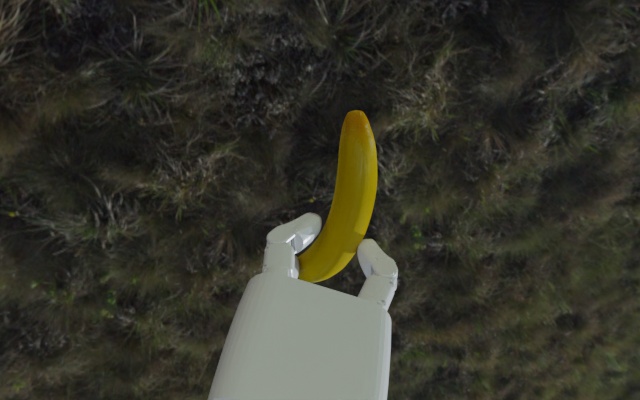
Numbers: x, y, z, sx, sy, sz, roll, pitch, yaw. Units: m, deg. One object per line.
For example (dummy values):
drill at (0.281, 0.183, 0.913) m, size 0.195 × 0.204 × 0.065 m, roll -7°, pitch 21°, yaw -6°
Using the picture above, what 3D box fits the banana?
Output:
banana at (0.013, 0.015, 0.445) m, size 0.069 × 0.198 × 0.037 m, roll 37°, pitch 34°, yaw 16°
